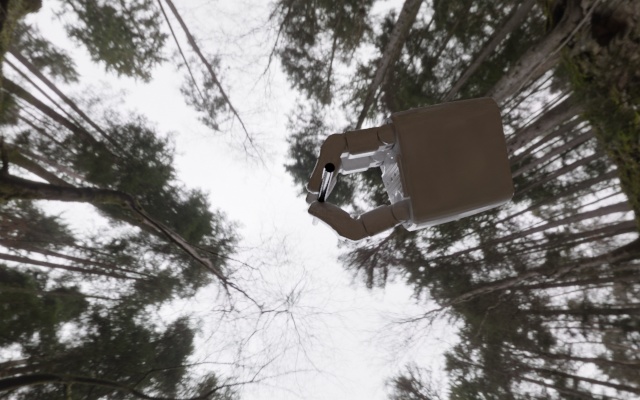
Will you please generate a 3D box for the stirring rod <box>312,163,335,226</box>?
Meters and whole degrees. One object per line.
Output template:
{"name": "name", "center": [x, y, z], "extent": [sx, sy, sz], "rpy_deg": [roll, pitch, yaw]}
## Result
{"name": "stirring rod", "center": [0.000, 0.002, 0.477], "extent": [0.011, 0.011, 0.239], "rpy_deg": [0, -13, -3]}
